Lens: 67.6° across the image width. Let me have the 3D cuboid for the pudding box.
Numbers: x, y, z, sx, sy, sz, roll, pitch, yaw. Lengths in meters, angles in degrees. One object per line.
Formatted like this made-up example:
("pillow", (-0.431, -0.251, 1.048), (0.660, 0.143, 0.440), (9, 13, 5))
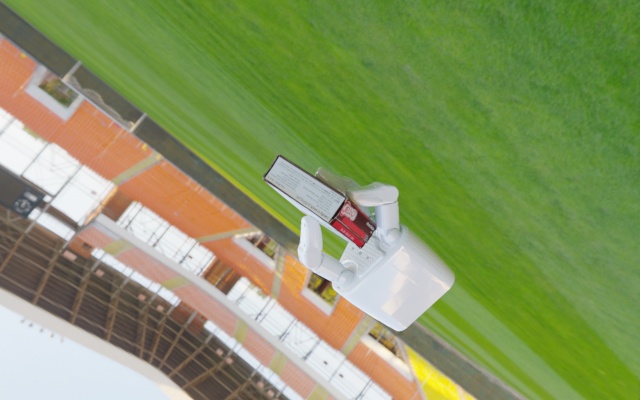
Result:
("pudding box", (0.000, 0.002, 0.539), (0.113, 0.039, 0.090), (31, -6, 34))
